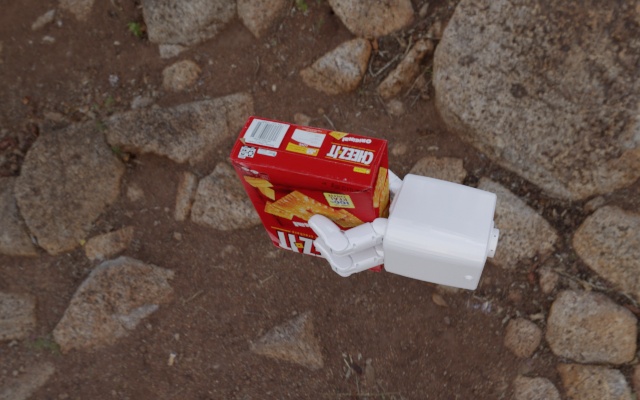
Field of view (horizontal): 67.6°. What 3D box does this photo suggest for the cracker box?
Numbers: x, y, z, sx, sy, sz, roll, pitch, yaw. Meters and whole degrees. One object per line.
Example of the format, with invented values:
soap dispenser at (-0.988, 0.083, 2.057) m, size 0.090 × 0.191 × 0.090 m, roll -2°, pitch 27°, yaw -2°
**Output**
cracker box at (0.000, 0.002, 0.588) m, size 0.164 × 0.072 × 0.214 m, roll 13°, pitch -29°, yaw 17°
